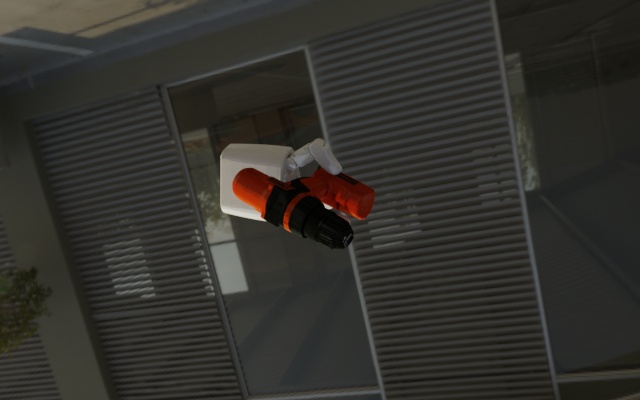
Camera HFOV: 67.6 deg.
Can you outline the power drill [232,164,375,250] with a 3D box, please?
[{"bbox_3d":[0.000,0.002,0.656,0.184,0.057,0.187,29,19,27],"label":"power drill"}]
